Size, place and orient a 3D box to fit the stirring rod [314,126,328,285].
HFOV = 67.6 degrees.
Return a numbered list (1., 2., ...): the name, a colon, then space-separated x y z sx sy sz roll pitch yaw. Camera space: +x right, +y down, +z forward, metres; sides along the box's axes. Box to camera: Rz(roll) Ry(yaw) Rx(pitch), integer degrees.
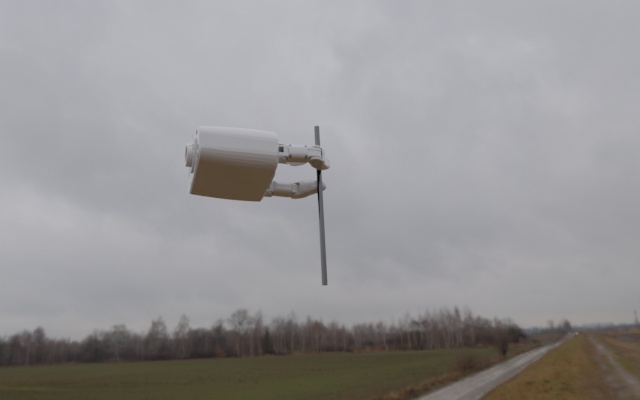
1. stirring rod: 0.000 0.002 0.696 0.011 0.239 0.011 -3 -17 -1
